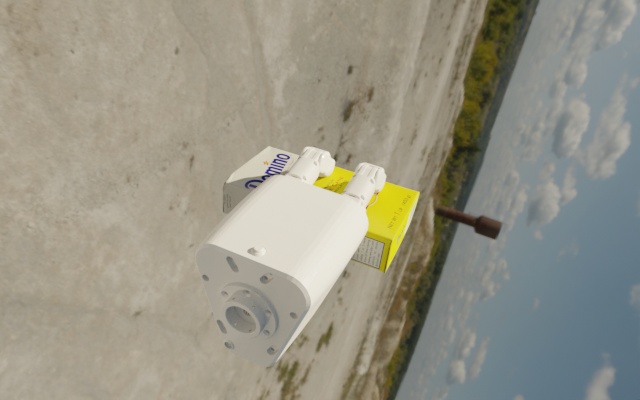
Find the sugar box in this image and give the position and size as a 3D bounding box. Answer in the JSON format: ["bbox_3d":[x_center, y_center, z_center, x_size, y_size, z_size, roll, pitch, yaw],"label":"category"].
[{"bbox_3d":[0.000,0.001,0.479,0.176,0.048,0.093,20,36,16],"label":"sugar box"}]
